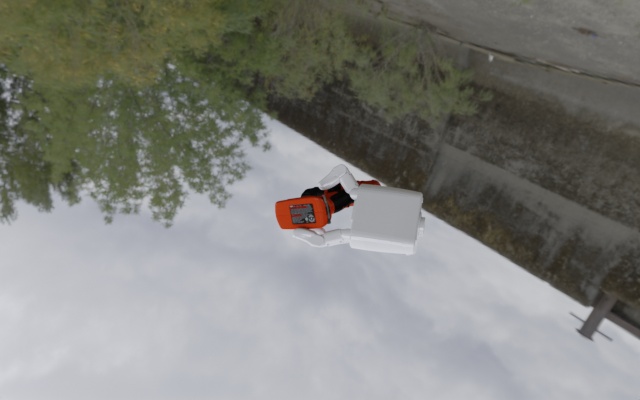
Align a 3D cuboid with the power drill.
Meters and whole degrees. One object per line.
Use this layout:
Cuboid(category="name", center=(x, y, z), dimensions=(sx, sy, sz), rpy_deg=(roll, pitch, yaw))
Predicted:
Cuboid(category="power drill", center=(0.000, 0.003, 0.897), dimensions=(0.184, 0.057, 0.187), rpy_deg=(-8, 10, 35))
